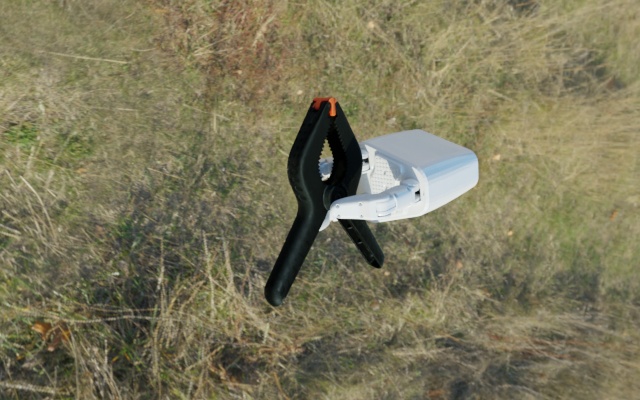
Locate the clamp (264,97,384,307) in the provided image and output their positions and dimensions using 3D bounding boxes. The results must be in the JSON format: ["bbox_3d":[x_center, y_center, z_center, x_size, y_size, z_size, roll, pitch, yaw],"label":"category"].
[{"bbox_3d":[0.001,0.001,0.497,0.164,0.210,0.036,-21,22,-38],"label":"clamp"}]
